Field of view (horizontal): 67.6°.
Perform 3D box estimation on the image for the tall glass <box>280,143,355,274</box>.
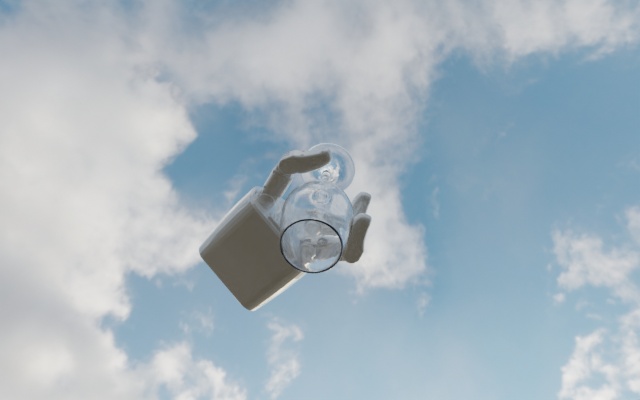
[{"bbox_3d":[0.000,0.001,0.547,0.079,0.079,0.201,0,25,6],"label":"tall glass"}]
